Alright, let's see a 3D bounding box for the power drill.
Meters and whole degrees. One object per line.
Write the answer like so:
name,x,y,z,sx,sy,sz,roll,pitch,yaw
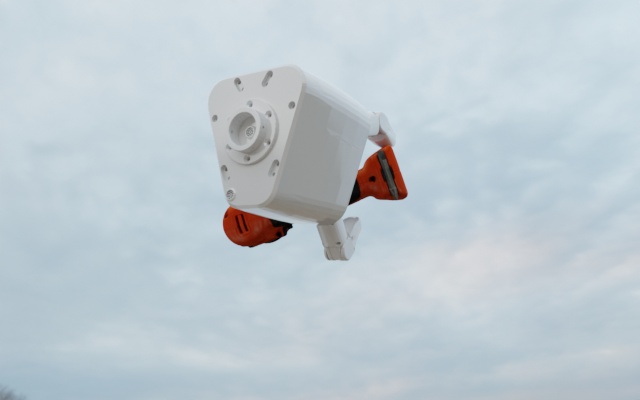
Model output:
power drill,0.000,0.002,0.532,0.187,0.057,0.184,-21,-1,7
